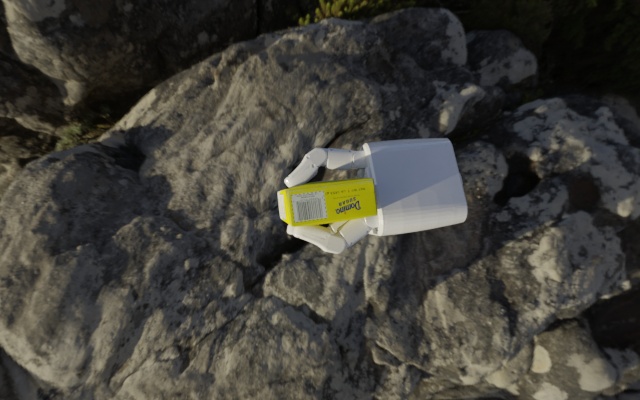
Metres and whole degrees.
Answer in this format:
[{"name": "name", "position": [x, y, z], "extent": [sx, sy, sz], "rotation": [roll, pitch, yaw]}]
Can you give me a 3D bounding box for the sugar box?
[{"name": "sugar box", "position": [0.000, 0.002, 0.567], "extent": [0.093, 0.048, 0.176], "rotation": [-7, -1, -7]}]
